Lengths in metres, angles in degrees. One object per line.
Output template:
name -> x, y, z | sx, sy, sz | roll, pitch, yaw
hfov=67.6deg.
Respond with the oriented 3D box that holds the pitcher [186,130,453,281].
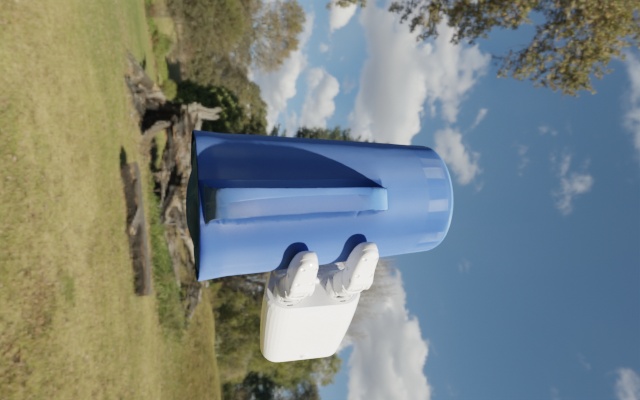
pitcher -> 0.000, 0.002, 0.447 | 0.243, 0.145, 0.149 | -2, 43, -17
